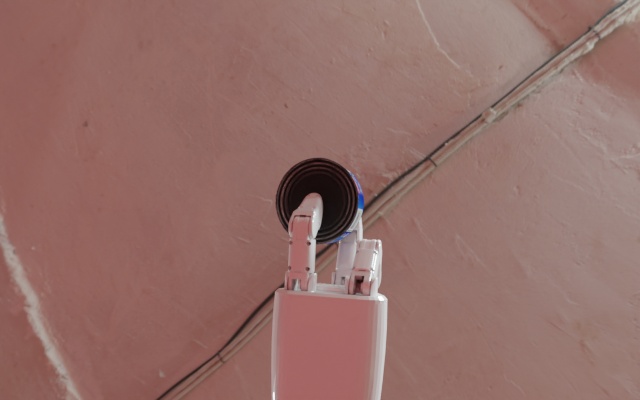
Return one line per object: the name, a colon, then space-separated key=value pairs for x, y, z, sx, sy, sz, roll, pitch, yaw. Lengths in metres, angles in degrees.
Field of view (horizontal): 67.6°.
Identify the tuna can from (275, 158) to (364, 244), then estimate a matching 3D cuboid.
tuna can: x=0.000 y=0.002 z=0.484 sx=0.086 sy=0.086 sz=0.034 roll=0 pitch=-5 yaw=17
